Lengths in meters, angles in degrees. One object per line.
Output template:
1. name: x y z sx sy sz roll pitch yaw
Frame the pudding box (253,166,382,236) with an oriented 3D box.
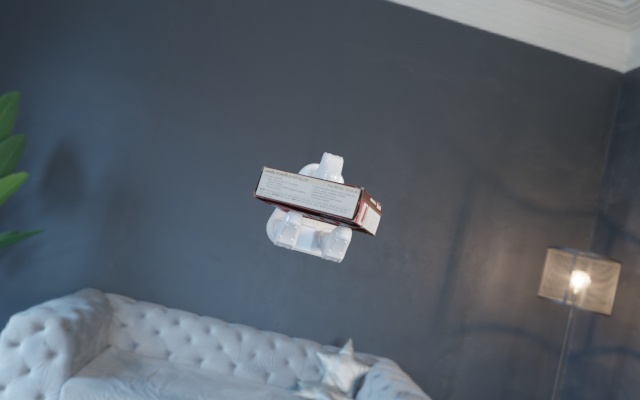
1. pudding box: 0.000 0.001 0.500 0.113 0.039 0.090 11 -7 21
